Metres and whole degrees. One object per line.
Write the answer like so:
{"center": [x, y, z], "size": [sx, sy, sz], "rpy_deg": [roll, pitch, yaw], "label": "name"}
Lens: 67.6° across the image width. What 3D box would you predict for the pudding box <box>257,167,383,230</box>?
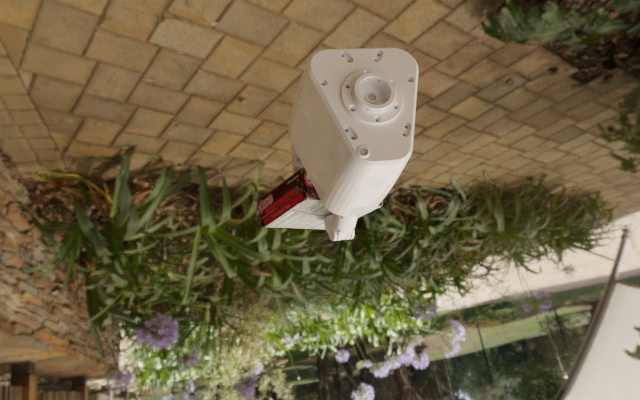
{"center": [0.000, 0.002, 0.535], "size": [0.113, 0.039, 0.090], "rpy_deg": [7, -25, -38], "label": "pudding box"}
